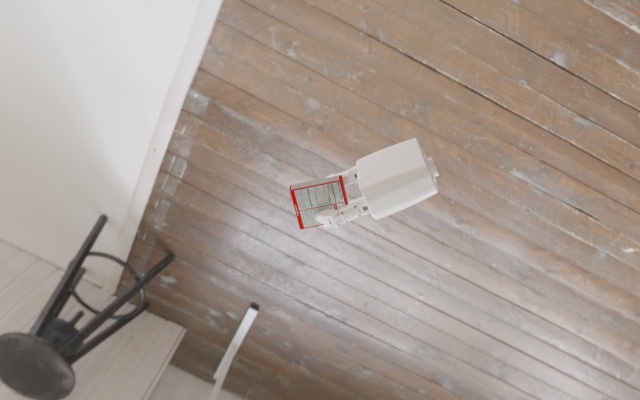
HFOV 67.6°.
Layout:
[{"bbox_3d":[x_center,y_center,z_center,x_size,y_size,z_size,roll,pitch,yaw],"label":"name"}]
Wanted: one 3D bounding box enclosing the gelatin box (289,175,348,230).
[{"bbox_3d":[0.000,0.003,0.791,0.089,0.073,0.030,-12,23,5],"label":"gelatin box"}]
